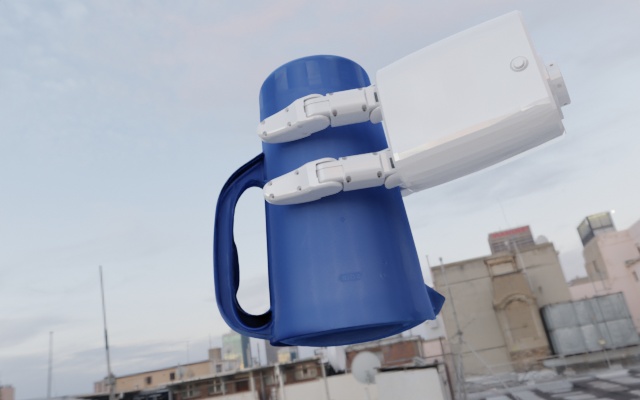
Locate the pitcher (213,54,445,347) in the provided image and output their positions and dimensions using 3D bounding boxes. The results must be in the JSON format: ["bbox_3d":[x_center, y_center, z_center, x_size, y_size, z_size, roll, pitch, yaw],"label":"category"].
[{"bbox_3d":[0.000,0.001,0.416,0.145,0.242,0.149,-21,-23,29],"label":"pitcher"}]
